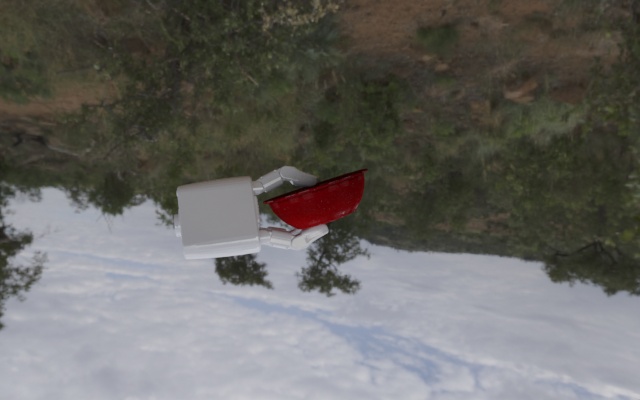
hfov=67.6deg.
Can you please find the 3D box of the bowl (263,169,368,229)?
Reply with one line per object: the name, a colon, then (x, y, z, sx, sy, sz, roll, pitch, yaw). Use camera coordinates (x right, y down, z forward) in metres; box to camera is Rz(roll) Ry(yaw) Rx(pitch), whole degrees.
bowl: (0.002, 0.002, 0.704, 0.162, 0.055, 0.162, -18, 4, 1)
